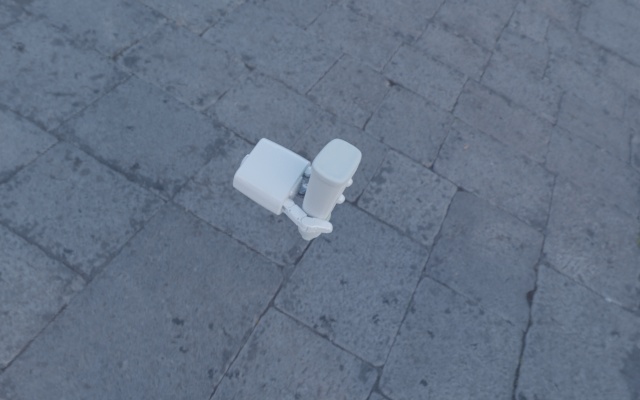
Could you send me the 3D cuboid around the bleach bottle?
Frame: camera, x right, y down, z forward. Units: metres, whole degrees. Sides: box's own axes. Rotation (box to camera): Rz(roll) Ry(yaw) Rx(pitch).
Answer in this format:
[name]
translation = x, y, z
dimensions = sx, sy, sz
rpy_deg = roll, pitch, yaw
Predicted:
[bleach bottle]
translation = 0.000, 0.003, 0.898
dimensions = 0.068, 0.102, 0.251
rpy_deg = 31, -39, 7
